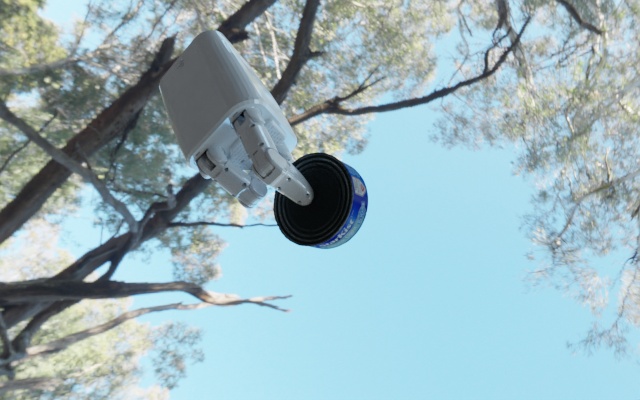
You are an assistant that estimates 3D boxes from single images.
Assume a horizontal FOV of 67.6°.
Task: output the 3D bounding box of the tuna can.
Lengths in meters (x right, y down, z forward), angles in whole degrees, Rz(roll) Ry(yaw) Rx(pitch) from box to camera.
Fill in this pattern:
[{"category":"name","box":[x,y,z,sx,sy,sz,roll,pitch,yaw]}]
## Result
[{"category":"tuna can","box":[0.000,0.002,0.439,0.086,0.086,0.034,0,-11,34]}]
